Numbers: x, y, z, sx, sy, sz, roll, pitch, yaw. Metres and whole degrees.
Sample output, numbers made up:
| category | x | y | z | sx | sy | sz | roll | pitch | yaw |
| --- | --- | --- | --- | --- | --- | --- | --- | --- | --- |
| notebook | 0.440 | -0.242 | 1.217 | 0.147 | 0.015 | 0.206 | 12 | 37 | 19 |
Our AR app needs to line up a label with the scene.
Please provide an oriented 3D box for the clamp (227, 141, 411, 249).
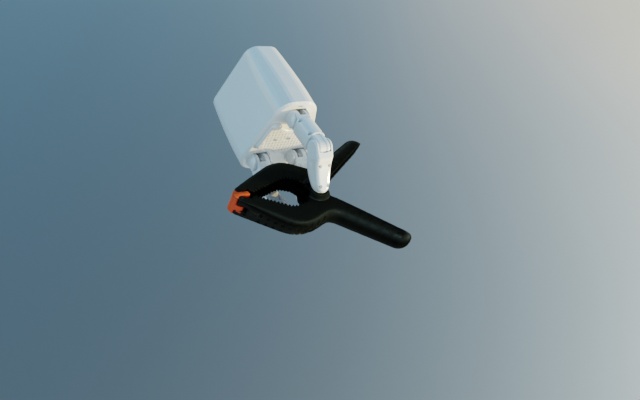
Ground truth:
| category | x | y | z | sx | sy | sz | roll | pitch | yaw |
| --- | --- | --- | --- | --- | --- | --- | --- | --- | --- |
| clamp | 0.000 | 0.001 | 0.550 | 0.210 | 0.164 | 0.036 | -11 | -33 | -35 |
